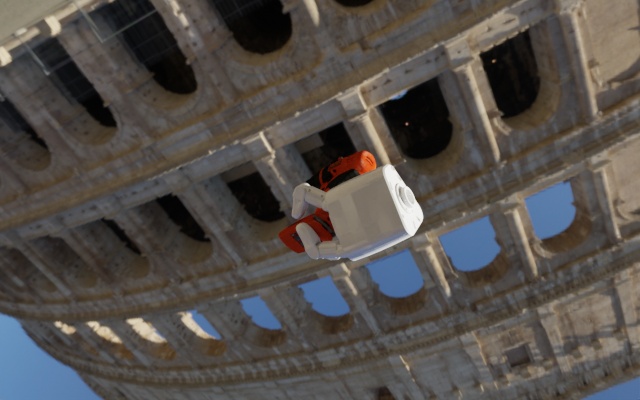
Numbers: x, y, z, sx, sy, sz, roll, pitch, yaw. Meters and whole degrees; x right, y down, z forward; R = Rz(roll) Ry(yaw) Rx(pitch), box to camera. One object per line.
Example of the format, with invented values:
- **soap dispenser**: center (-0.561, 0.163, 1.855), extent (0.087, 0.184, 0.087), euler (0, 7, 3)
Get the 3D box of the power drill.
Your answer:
- **power drill**: center (0.000, 0.003, 0.844), extent (0.057, 0.187, 0.184), euler (42, -37, -17)
